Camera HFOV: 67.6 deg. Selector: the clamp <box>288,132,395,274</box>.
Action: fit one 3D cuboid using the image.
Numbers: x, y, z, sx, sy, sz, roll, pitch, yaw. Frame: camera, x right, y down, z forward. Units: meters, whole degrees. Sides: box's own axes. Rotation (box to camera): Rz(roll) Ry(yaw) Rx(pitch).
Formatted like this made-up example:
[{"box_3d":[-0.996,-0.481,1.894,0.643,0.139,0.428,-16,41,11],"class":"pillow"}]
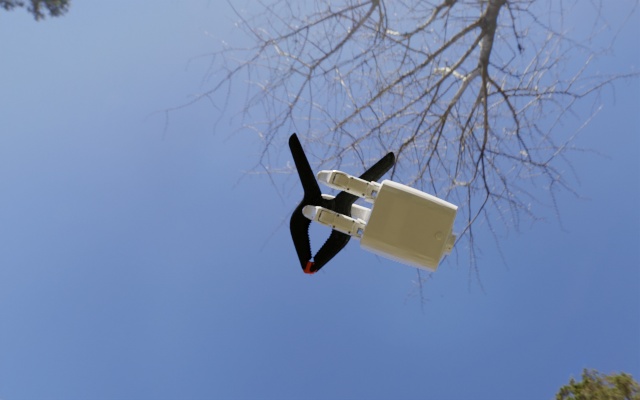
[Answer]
[{"box_3d":[0.000,0.003,0.708,0.164,0.210,0.036,20,-5,15],"class":"clamp"}]
